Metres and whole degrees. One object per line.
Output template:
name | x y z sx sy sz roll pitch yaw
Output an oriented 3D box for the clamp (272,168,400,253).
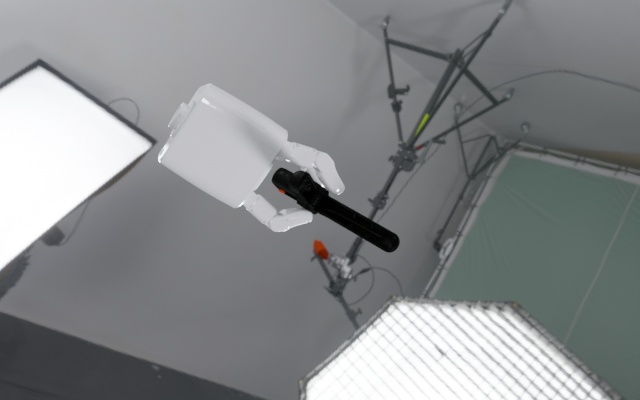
clamp | -0.001 0.002 0.614 0.164 0.036 0.210 34 -4 -23
